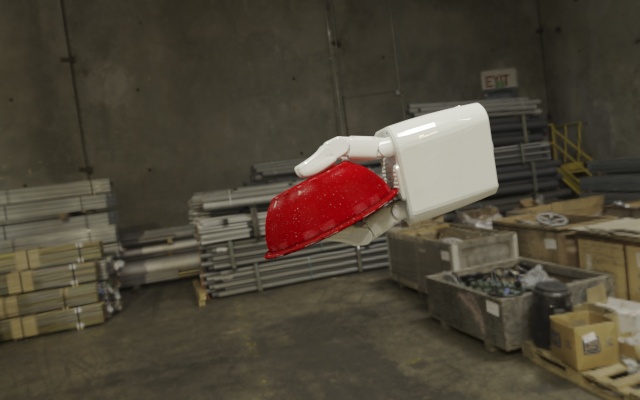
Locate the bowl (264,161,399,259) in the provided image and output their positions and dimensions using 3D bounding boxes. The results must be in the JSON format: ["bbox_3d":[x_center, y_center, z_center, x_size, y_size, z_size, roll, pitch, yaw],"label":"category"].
[{"bbox_3d":[-0.001,0.002,0.514,0.162,0.055,0.162,-27,4,2],"label":"bowl"}]
